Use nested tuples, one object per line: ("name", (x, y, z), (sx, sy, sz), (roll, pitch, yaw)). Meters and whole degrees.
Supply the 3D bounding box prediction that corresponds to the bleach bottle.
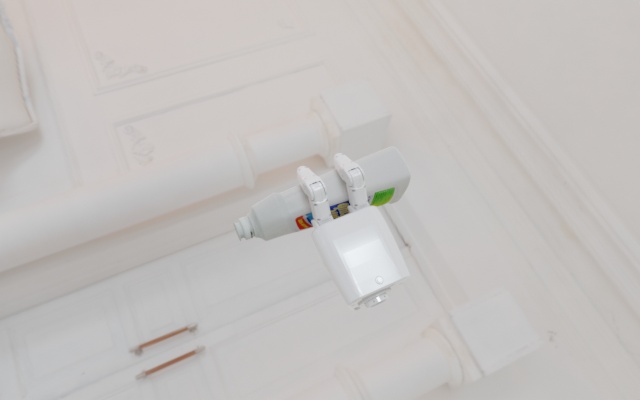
("bleach bottle", (0.000, 0.002, 0.678), (0.251, 0.068, 0.103), (-21, -19, -16))
